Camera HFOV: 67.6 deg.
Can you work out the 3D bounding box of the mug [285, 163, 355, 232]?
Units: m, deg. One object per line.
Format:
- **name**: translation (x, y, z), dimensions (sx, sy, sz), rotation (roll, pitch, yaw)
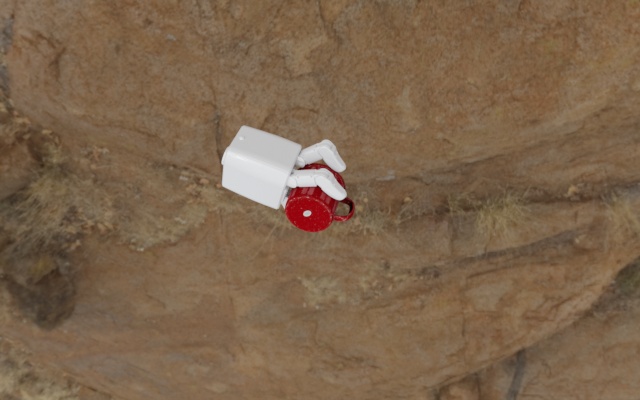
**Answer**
- **mug**: translation (0.001, 0.003, 0.797), dimensions (0.117, 0.093, 0.081), rotation (21, 43, -2)
